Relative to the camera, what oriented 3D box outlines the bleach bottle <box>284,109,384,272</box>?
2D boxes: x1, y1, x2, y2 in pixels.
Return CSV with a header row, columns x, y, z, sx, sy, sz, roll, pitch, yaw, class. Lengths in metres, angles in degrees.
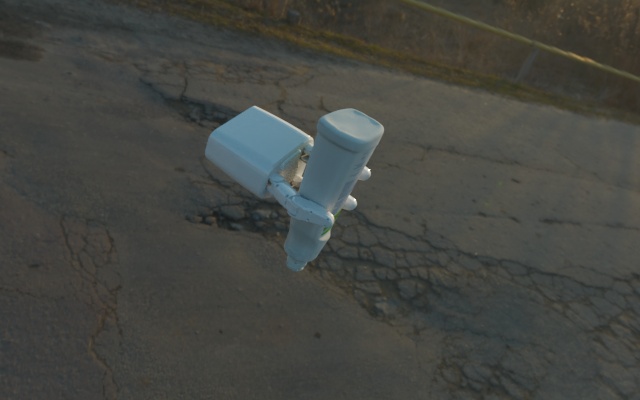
x,y,z,sx,sy,sz,roll,pitch,yaw,class
0.000,0.002,0.655,0.068,0.251,0.102,33,32,15,bleach bottle
